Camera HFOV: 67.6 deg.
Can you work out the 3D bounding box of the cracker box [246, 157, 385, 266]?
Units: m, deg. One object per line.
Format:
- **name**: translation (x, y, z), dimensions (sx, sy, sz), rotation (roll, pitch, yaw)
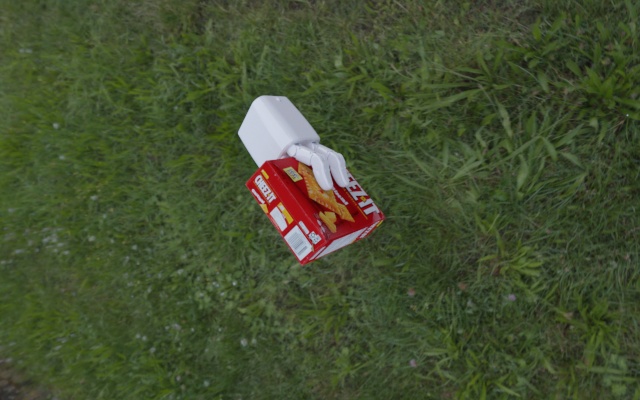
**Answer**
- **cracker box**: translation (0.000, 0.003, 0.818), dimensions (0.072, 0.164, 0.213), rotation (-44, -16, 30)
